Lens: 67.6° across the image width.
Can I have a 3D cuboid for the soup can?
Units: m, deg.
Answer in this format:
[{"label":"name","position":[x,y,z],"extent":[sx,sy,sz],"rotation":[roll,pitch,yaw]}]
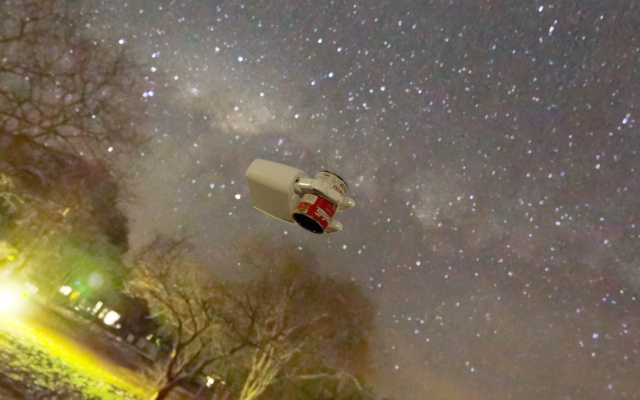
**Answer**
[{"label":"soup can","position":[0.001,0.003,0.898],"extent":[0.068,0.102,0.068],"rotation":[25,-24,12]}]
